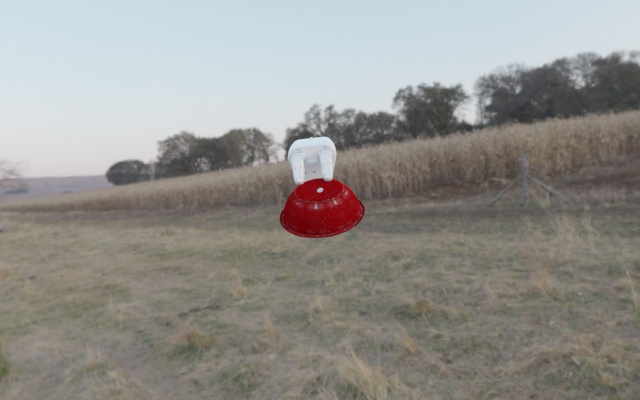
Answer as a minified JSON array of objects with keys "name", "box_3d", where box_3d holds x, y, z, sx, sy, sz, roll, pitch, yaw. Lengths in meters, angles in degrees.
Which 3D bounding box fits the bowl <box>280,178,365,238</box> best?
[{"name":"bowl","box_3d":[0.000,0.003,0.886,0.162,0.055,0.162,-5,30,3]}]
